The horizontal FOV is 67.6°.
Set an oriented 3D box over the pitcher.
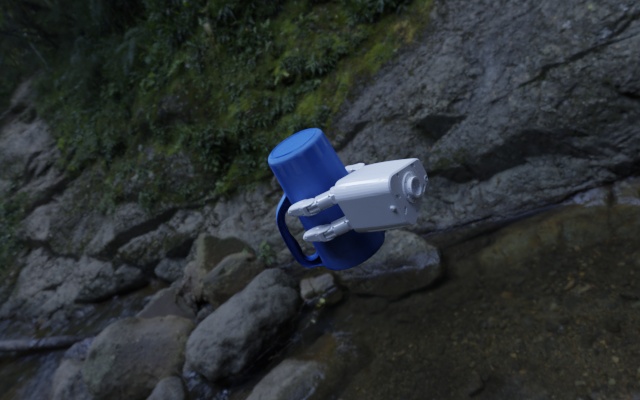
[{"bbox_3d":[0.000,0.003,0.861,0.145,0.243,0.149,-7,33,44],"label":"pitcher"}]
